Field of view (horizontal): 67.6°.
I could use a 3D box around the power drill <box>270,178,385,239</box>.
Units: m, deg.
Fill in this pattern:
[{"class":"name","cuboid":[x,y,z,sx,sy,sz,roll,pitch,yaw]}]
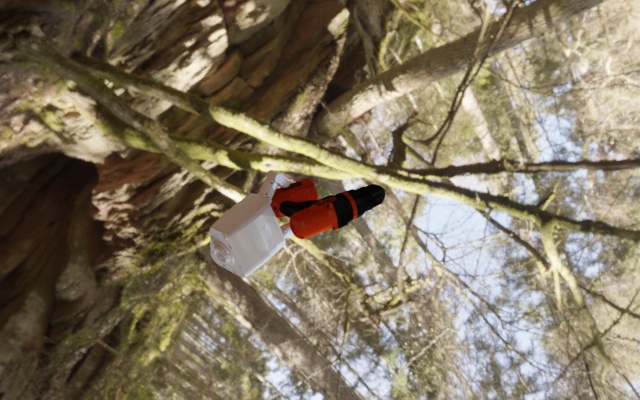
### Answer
[{"class":"power drill","cuboid":[0.000,0.003,0.866,0.184,0.057,0.187,-20,18,-25]}]
